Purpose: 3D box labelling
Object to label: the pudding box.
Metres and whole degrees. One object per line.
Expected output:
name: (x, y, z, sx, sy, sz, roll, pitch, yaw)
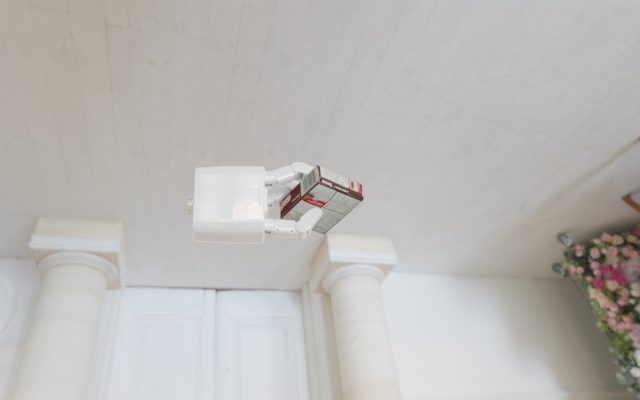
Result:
pudding box: (0.000, 0.003, 0.768, 0.090, 0.039, 0.113, 21, -43, -30)
